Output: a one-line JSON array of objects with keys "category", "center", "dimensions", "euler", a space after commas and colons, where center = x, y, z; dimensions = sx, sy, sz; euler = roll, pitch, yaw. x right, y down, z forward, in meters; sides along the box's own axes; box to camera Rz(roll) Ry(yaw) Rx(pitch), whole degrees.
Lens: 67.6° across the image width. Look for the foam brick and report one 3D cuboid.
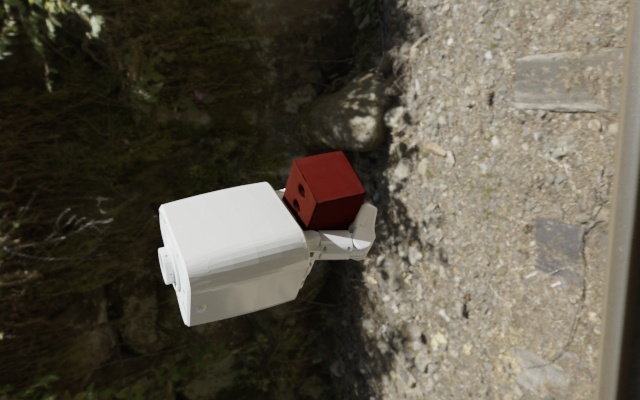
[{"category": "foam brick", "center": [0.000, 0.001, 0.444], "dimensions": [0.051, 0.053, 0.078], "euler": [-11, -35, -24]}]
